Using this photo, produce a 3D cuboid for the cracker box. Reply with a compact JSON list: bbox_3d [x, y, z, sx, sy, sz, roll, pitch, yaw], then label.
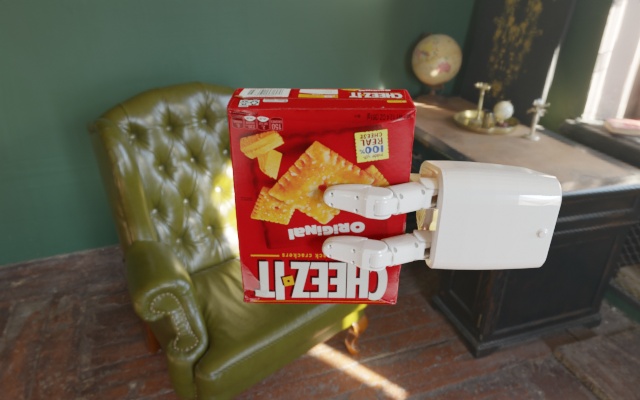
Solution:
[{"bbox_3d":[0.000,0.001,0.472,0.164,0.214,0.072,1,27,1],"label":"cracker box"}]
